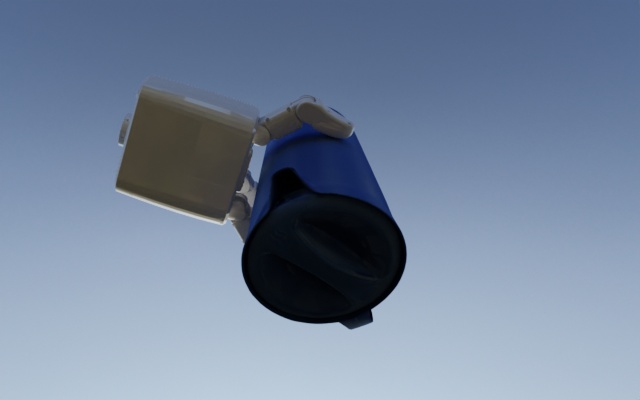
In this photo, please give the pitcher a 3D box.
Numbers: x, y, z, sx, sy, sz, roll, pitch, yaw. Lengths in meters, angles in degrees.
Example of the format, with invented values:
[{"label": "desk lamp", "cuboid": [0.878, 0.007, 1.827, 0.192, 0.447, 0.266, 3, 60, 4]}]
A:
[{"label": "pitcher", "cuboid": [0.000, 0.001, 0.484, 0.145, 0.149, 0.242, 17, 29, -13]}]
